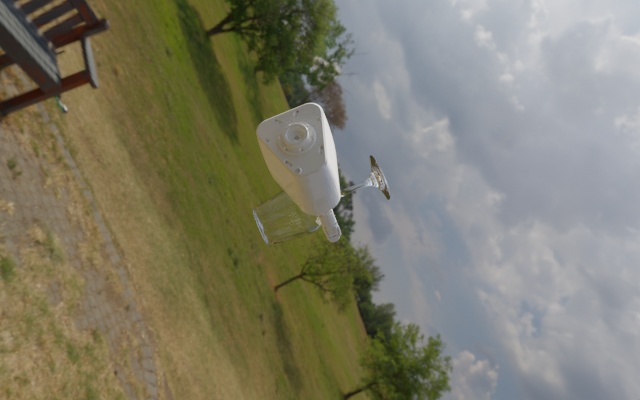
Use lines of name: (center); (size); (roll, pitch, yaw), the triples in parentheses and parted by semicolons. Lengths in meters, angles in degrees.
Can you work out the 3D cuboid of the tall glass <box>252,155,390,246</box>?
tall glass: (0.001, 0.002, 0.731); (0.201, 0.079, 0.079); (-23, 1, -2)
